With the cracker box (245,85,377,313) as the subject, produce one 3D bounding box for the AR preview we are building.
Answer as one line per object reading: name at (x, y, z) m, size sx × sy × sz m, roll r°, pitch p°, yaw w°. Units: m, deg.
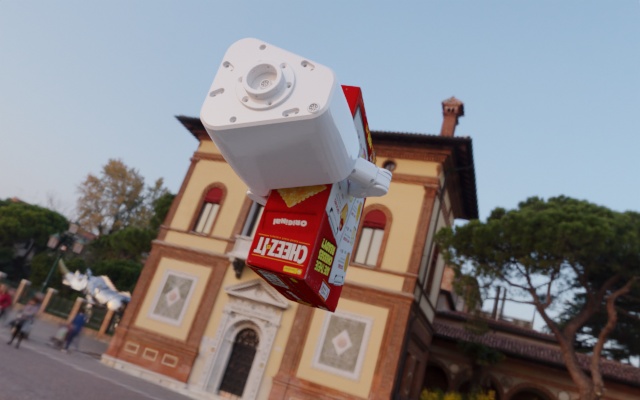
cracker box at (0.000, 0.002, 0.543) m, size 0.072 × 0.213 × 0.164 m, roll 11°, pitch -21°, yaw 17°
